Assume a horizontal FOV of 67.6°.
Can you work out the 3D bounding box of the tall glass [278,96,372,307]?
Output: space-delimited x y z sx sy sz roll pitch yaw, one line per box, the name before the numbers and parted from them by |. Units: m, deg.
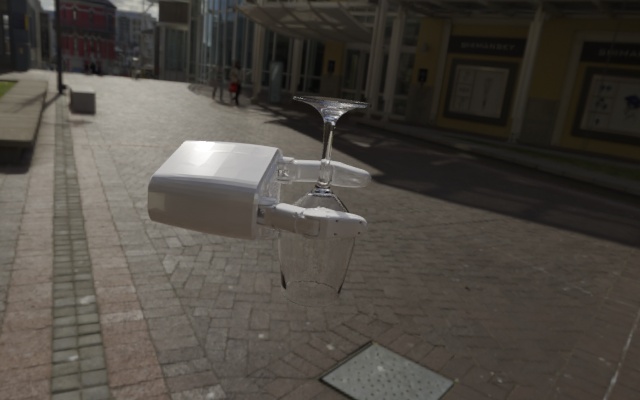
tall glass | 0.000 0.001 0.474 0.079 0.201 0.079 6 15 -2
